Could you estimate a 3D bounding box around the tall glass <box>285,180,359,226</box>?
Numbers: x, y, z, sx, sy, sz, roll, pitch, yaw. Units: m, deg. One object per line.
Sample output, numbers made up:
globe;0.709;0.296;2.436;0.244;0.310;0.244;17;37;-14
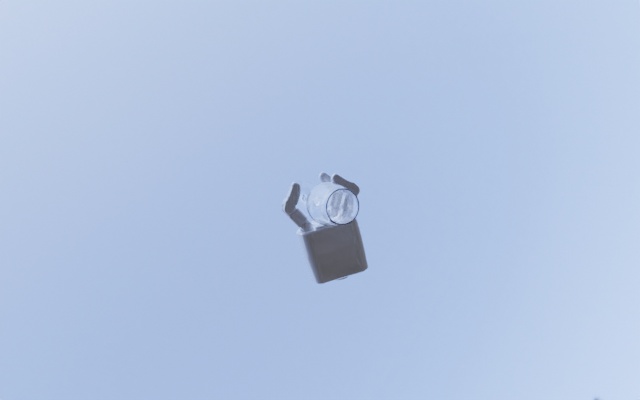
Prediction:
tall glass;0.000;0.003;0.885;0.079;0.079;0.201;0;4;-22
